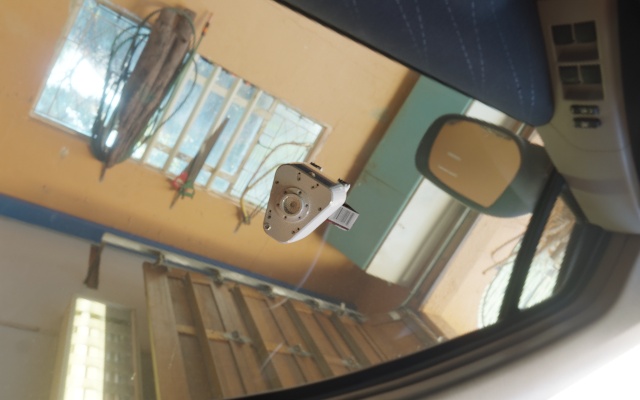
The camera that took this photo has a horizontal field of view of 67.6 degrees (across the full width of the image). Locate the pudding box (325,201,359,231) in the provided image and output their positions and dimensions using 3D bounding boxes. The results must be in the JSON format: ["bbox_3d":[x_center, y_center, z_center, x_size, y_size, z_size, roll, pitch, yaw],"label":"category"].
[{"bbox_3d":[0.000,0.003,0.822,0.113,0.039,0.090,29,7,-21],"label":"pudding box"}]
